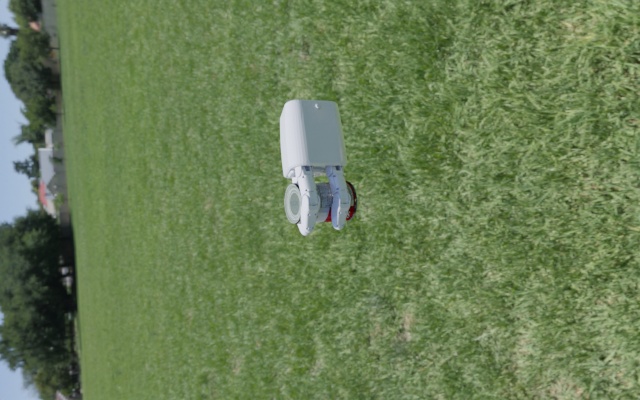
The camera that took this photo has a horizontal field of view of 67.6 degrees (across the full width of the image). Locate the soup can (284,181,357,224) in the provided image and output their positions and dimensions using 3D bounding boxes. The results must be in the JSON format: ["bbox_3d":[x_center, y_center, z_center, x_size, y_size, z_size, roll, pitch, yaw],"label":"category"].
[{"bbox_3d":[0.000,0.003,0.785,0.102,0.068,0.068,-3,1,-28],"label":"soup can"}]
